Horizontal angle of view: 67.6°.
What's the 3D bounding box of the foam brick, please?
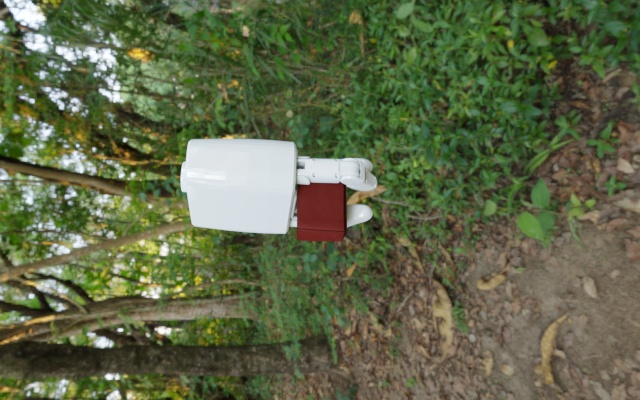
[{"bbox_3d":[0.000,0.002,0.510,0.051,0.078,0.053,1,-18,-4],"label":"foam brick"}]
